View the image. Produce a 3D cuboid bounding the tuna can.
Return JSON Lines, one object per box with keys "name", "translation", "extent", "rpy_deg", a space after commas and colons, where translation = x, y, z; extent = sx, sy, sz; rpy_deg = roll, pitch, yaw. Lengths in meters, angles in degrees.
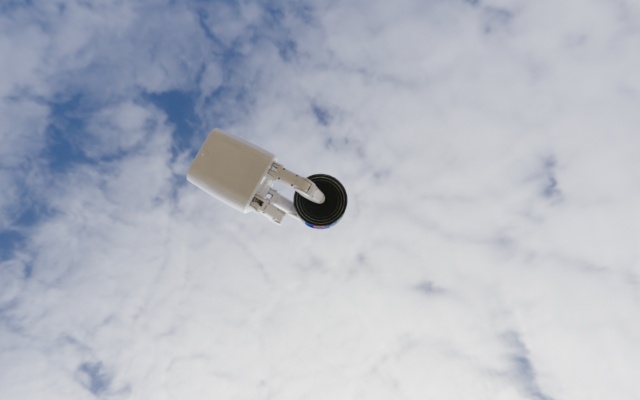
{"name": "tuna can", "translation": [0.000, 0.003, 0.764], "extent": [0.086, 0.086, 0.034], "rpy_deg": [0, -14, 0]}
